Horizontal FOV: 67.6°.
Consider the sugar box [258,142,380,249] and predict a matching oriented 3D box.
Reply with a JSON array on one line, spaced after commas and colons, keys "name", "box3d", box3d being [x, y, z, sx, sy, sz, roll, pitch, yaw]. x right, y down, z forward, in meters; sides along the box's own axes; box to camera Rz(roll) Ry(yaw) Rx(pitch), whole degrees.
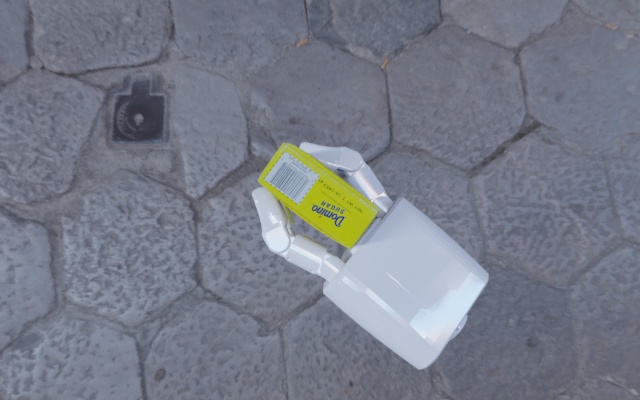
[{"name": "sugar box", "box3d": [0.000, 0.002, 0.452, 0.093, 0.048, 0.176, 37, -4, 4]}]
